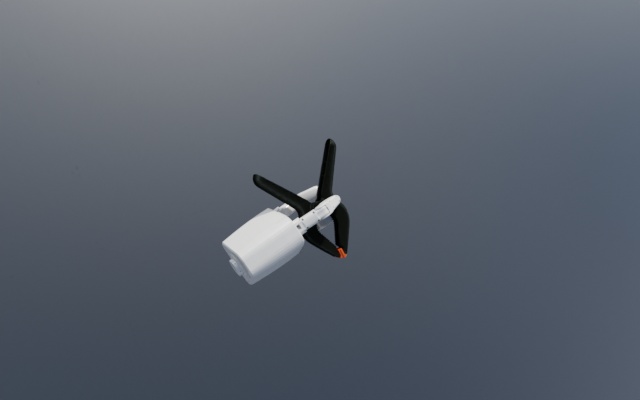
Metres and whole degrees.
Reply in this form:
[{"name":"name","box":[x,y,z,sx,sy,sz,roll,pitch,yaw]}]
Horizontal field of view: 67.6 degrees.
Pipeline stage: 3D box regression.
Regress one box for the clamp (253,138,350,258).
[{"name":"clamp","box":[0.000,0.003,0.850,0.164,0.210,0.036,-35,8,-16]}]
